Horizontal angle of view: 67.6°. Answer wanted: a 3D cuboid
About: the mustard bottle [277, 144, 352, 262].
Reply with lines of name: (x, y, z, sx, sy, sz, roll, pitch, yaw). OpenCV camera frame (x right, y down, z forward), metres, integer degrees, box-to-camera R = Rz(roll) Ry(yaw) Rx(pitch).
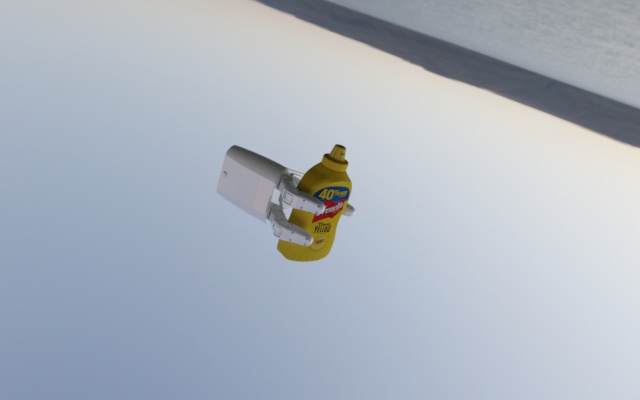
mustard bottle: (0.000, 0.003, 0.747, 0.096, 0.192, 0.058, 0, 28, -40)
